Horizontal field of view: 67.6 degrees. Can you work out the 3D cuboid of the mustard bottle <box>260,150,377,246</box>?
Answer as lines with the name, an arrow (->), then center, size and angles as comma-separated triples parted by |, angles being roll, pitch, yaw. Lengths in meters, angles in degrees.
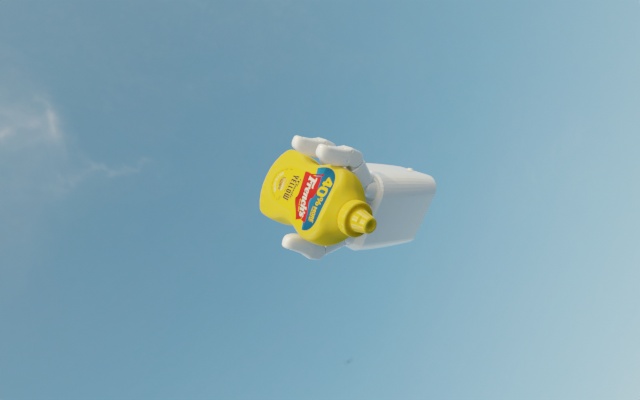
mustard bottle -> 0.000, 0.002, 0.576 | 0.058, 0.096, 0.191 | 28, -1, -38
